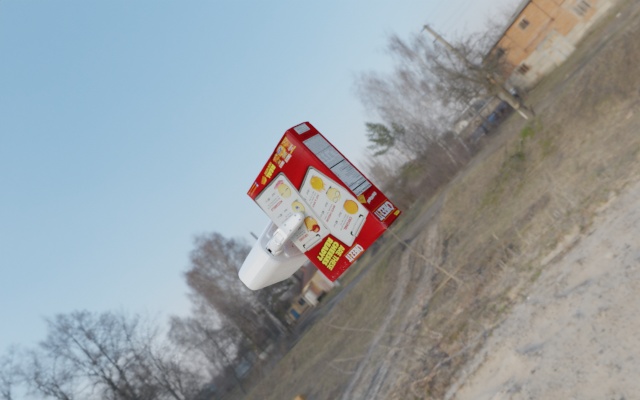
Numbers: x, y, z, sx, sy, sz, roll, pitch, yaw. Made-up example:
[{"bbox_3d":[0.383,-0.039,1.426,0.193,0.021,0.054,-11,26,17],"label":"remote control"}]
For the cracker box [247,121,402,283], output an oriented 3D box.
[{"bbox_3d":[0.000,0.003,0.779,0.072,0.213,0.164,-37,-11,-49],"label":"cracker box"}]
